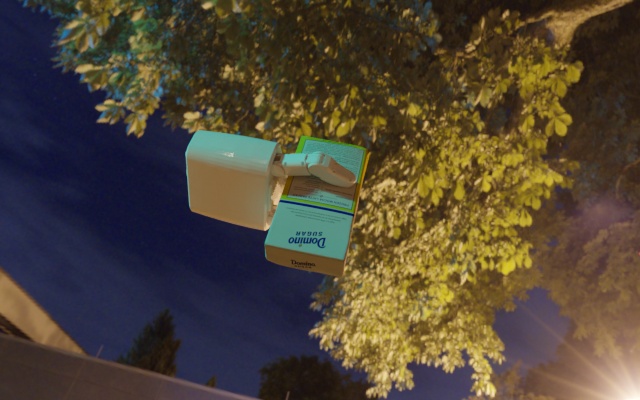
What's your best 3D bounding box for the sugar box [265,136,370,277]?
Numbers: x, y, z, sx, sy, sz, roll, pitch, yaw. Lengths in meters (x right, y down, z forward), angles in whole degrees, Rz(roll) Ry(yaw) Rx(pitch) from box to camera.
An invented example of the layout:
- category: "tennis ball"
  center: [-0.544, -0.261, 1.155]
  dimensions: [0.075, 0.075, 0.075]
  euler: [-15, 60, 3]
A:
- category: "sugar box"
  center: [0.000, 0.002, 0.584]
  dimensions: [0.093, 0.176, 0.048]
  euler: [11, -35, 6]
